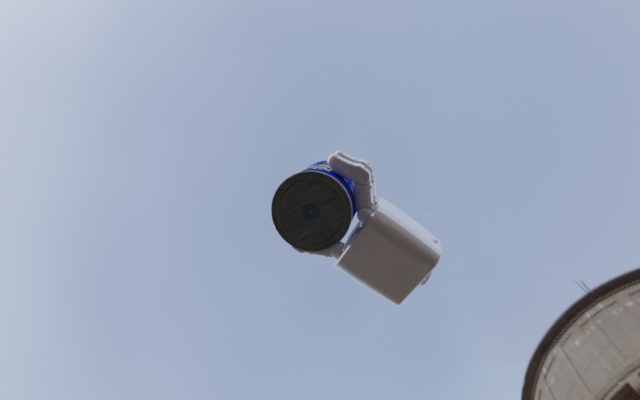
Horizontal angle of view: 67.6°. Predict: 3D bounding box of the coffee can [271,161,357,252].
[{"bbox_3d":[0.000,0.002,0.658,0.103,0.103,0.140,0,10,10],"label":"coffee can"}]
